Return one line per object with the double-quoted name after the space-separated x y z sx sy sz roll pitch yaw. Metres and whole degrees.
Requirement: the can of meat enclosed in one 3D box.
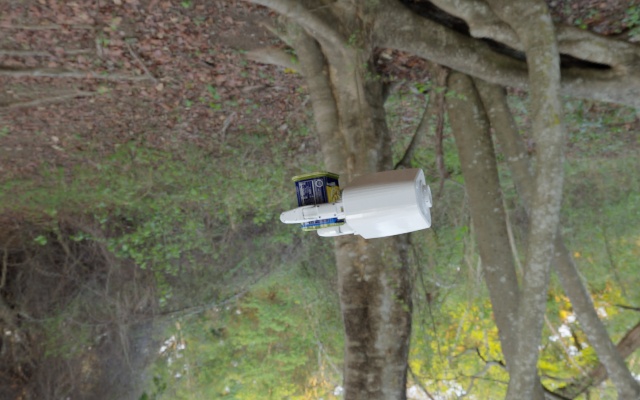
0.000 0.003 0.751 0.057 0.084 0.102 -10 -4 17 "can of meat"
